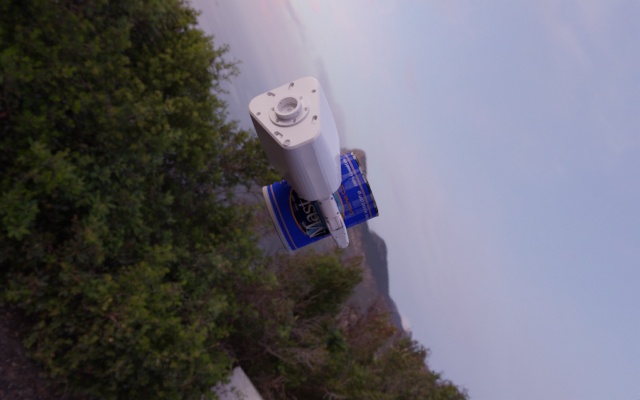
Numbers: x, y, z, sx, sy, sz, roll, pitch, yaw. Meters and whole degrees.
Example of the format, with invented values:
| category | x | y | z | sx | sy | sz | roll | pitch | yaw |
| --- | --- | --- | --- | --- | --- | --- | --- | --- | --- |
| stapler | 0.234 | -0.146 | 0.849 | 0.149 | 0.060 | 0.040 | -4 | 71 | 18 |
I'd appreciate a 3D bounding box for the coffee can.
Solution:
| category | x | y | z | sx | sy | sz | roll | pitch | yaw |
| --- | --- | --- | --- | --- | --- | --- | --- | --- | --- |
| coffee can | 0.000 | 0.002 | 0.691 | 0.140 | 0.103 | 0.103 | -22 | 0 | 0 |
